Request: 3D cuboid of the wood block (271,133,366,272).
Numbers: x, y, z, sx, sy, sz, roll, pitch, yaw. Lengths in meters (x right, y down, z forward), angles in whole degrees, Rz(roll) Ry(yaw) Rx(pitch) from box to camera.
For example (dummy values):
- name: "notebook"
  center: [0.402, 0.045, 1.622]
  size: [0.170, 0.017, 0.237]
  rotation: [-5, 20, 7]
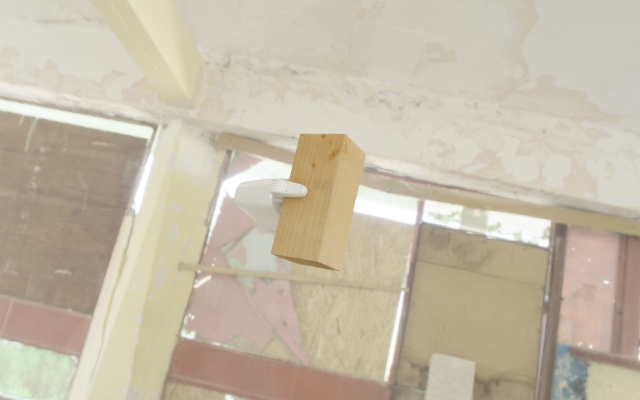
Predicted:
- name: "wood block"
  center: [0.000, 0.002, 0.785]
  size: [0.090, 0.206, 0.091]
  rotation: [6, -14, 30]
